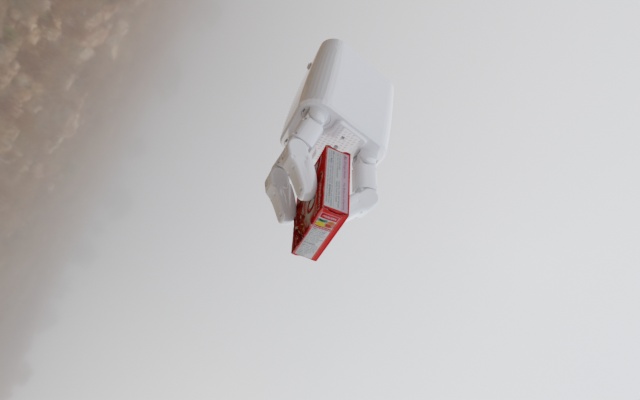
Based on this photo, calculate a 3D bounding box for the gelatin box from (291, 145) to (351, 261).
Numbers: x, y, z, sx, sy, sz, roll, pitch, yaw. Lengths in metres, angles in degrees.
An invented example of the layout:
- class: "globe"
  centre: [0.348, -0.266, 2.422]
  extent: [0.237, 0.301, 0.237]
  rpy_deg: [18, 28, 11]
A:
- class: "gelatin box"
  centre: [0.000, 0.002, 0.462]
  extent: [0.030, 0.089, 0.073]
  rpy_deg: [19, -47, -15]
